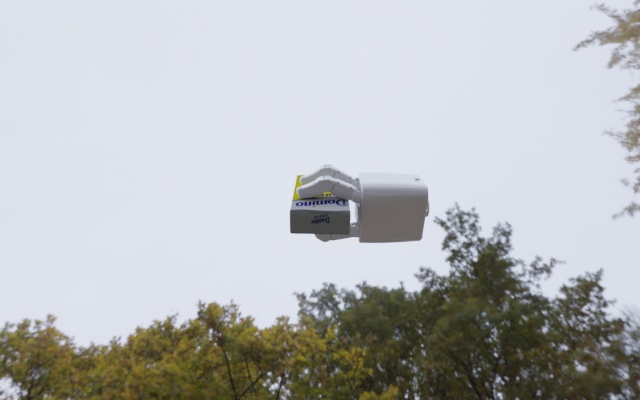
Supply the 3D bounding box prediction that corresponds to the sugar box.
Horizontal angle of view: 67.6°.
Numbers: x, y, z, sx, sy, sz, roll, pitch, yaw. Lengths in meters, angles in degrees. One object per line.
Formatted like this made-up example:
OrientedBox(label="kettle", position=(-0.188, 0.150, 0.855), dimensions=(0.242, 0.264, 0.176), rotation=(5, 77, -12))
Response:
OrientedBox(label="sugar box", position=(0.000, 0.002, 0.793), dimensions=(0.093, 0.048, 0.176), rotation=(1, 18, 0))
